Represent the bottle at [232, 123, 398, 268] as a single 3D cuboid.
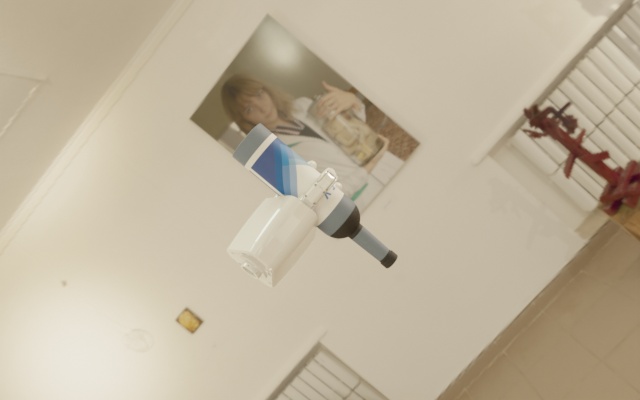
[{"bbox_3d":[0.000,0.002,0.736,0.296,0.069,0.069,40,-4,-5],"label":"bottle"}]
